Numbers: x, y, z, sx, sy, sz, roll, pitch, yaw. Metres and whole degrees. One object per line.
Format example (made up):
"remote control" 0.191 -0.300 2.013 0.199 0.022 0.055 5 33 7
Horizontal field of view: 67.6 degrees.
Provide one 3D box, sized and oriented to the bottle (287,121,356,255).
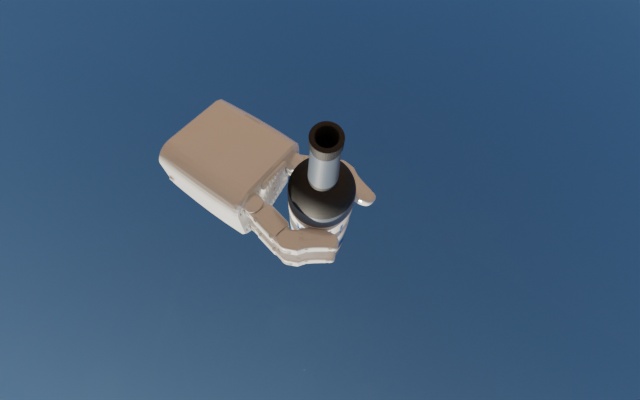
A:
"bottle" 0.000 0.002 0.494 0.069 0.069 0.296 0 -20 -2
